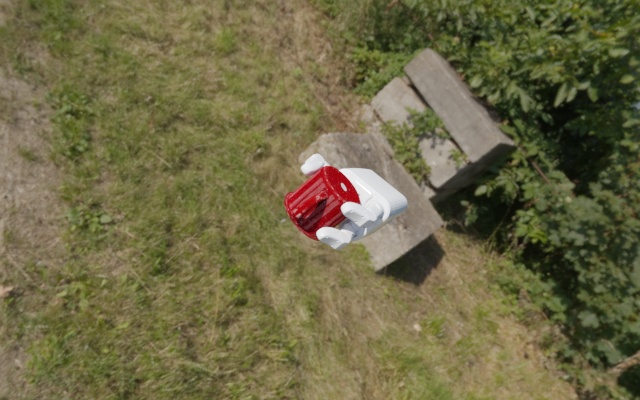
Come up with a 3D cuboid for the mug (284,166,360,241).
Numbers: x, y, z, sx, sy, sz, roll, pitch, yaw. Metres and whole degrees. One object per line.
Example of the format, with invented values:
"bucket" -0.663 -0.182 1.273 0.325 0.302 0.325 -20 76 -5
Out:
"mug" 0.000 0.002 0.713 0.081 0.093 0.117 -40 -13 25
